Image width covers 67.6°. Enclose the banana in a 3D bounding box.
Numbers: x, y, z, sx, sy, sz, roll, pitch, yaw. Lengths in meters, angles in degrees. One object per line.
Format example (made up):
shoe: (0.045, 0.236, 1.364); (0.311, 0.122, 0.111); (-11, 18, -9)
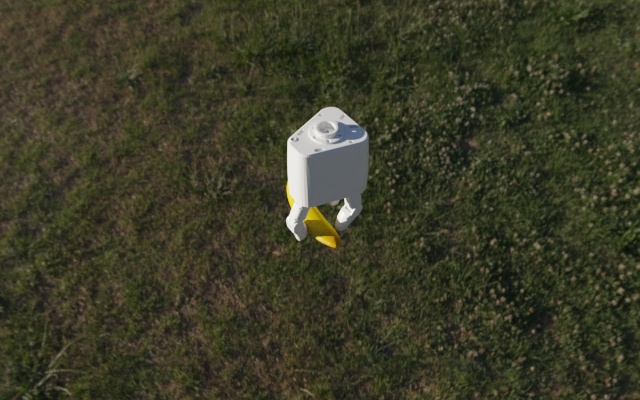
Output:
banana: (-0.019, 0.003, 0.817); (0.069, 0.197, 0.037); (-7, -42, -10)
